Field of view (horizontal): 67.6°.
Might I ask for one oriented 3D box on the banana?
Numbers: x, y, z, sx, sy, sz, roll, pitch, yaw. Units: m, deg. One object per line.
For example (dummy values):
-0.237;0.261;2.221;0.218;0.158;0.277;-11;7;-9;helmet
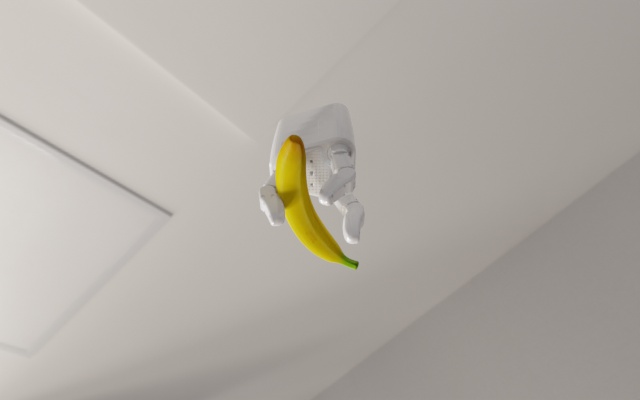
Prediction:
-0.015;0.007;0.576;0.069;0.198;0.037;-10;35;26;banana
